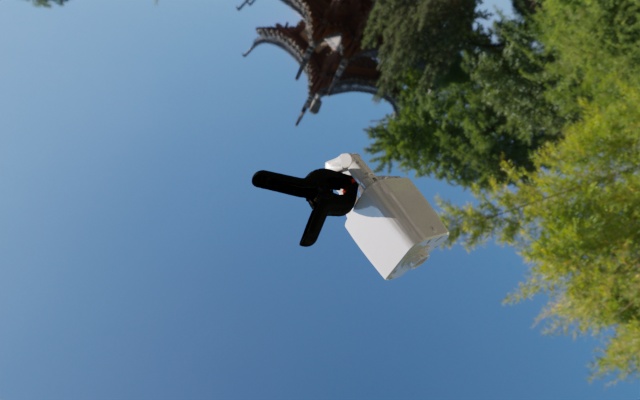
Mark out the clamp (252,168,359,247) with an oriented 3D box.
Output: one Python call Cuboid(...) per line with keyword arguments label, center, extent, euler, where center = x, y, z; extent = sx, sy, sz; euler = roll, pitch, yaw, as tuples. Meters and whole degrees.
Cuboid(label="clamp", center=(0.000, 0.002, 0.649), extent=(0.171, 0.120, 0.039), euler=(-10, -27, -41))
